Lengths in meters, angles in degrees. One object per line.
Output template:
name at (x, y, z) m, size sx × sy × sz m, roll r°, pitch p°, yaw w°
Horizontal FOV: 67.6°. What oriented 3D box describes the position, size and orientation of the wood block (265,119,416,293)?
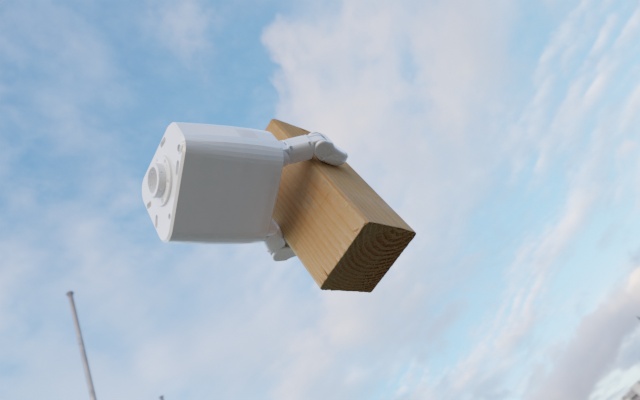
wood block at (0.000, 0.001, 0.558) m, size 0.090 × 0.091 × 0.206 m, roll 14°, pitch 27°, yaw -45°
